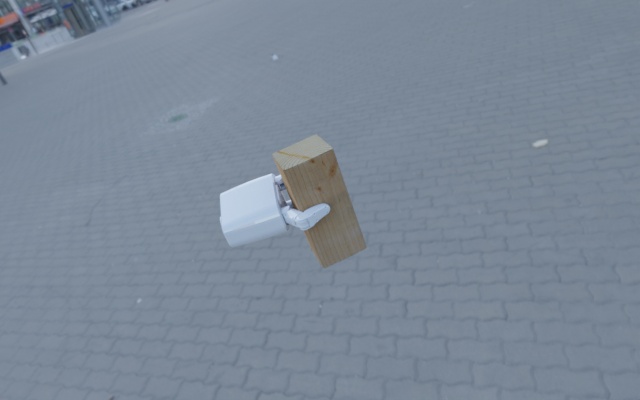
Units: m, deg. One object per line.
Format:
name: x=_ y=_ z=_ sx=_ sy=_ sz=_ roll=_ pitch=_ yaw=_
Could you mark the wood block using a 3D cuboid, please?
wood block: x=0.000 y=0.003 z=0.844 sx=0.090 sy=0.206 sz=0.090 roll=-25 pitch=29 yaw=-7
